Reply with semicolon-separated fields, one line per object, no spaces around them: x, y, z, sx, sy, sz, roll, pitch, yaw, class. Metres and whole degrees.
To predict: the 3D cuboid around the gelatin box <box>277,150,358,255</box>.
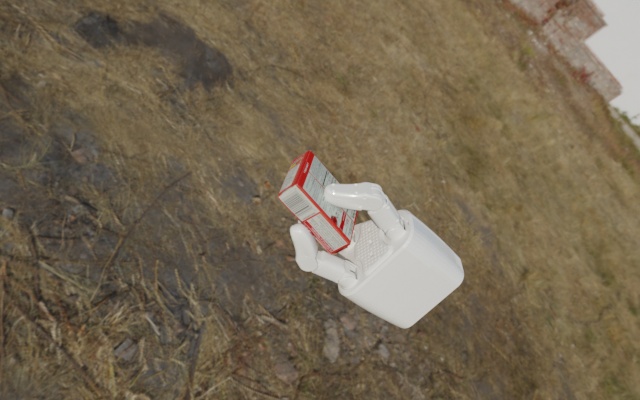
0.000;0.001;0.500;0.030;0.089;0.073;-31;23;27;gelatin box
